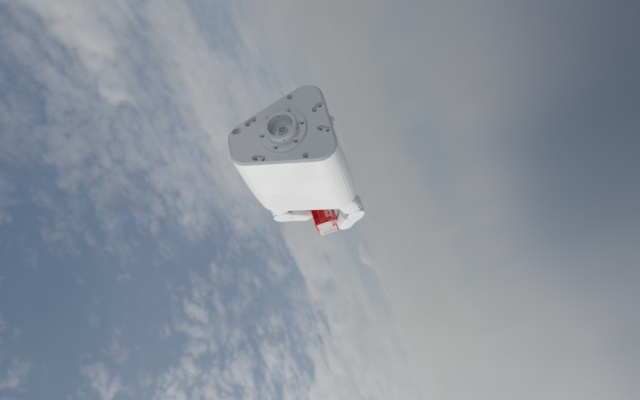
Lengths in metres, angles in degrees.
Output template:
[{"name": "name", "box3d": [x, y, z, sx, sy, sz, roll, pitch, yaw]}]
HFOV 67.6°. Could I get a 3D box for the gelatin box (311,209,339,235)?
[{"name": "gelatin box", "box3d": [0.000, 0.002, 0.633, 0.030, 0.073, 0.089, -17, -13, 1]}]
